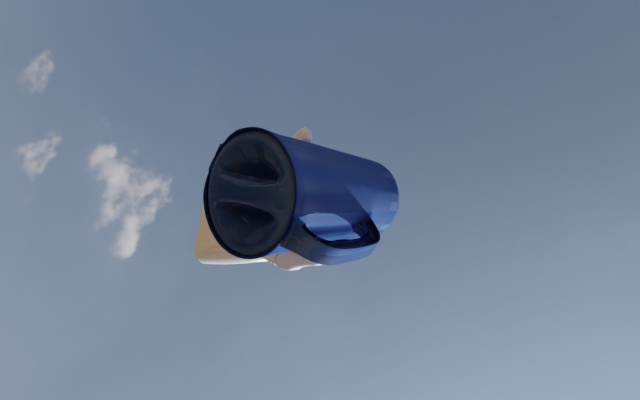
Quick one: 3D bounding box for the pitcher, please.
[{"bbox_3d":[0.000,0.002,0.565,0.145,0.149,0.243,-13,-9,36],"label":"pitcher"}]
